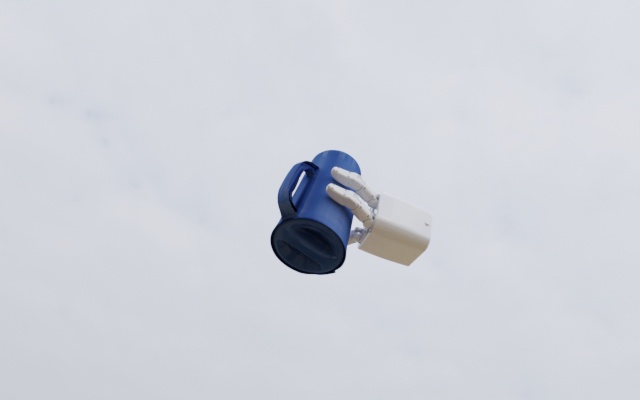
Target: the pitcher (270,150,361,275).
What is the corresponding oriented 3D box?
[{"bbox_3d":[0.000,0.003,0.885,0.145,0.149,0.242,20,41,0],"label":"pitcher"}]
